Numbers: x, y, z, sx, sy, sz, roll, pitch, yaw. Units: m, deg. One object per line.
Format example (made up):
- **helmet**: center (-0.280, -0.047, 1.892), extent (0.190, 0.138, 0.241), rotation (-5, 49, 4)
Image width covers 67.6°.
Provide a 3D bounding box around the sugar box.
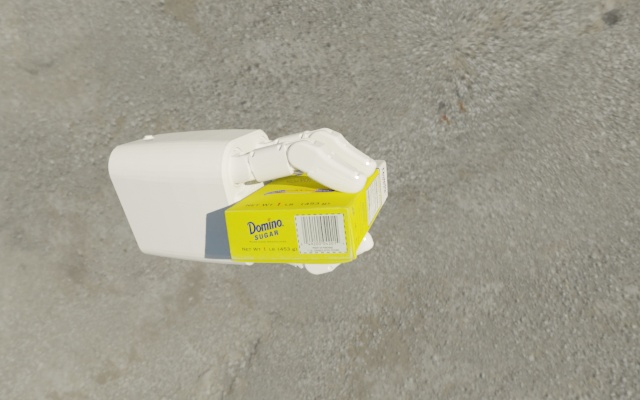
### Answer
- **sugar box**: center (0.000, 0.001, 0.407), extent (0.093, 0.048, 0.176), rotation (-1, 17, 15)
